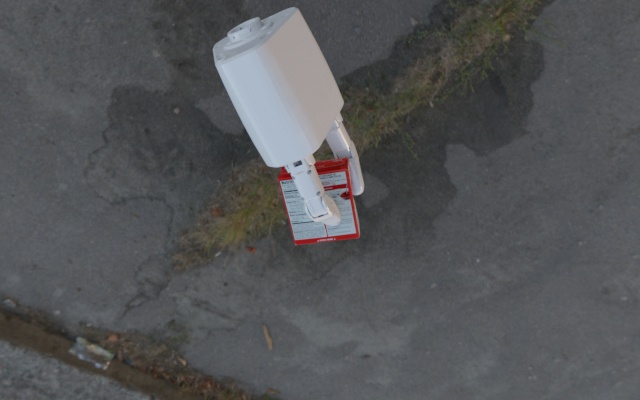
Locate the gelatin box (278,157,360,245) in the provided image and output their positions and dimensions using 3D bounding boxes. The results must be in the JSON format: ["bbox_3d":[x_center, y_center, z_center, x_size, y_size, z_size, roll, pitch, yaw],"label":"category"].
[{"bbox_3d":[0.000,0.002,0.513,0.073,0.089,0.030,-8,30,8],"label":"gelatin box"}]
